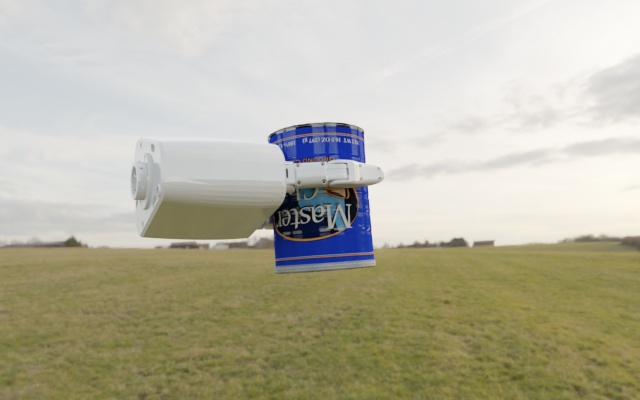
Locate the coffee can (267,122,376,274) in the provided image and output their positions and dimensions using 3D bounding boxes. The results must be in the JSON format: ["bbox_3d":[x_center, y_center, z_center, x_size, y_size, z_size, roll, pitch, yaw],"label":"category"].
[{"bbox_3d":[0.000,0.002,0.493,0.103,0.140,0.103,-4,-7,-1],"label":"coffee can"}]
